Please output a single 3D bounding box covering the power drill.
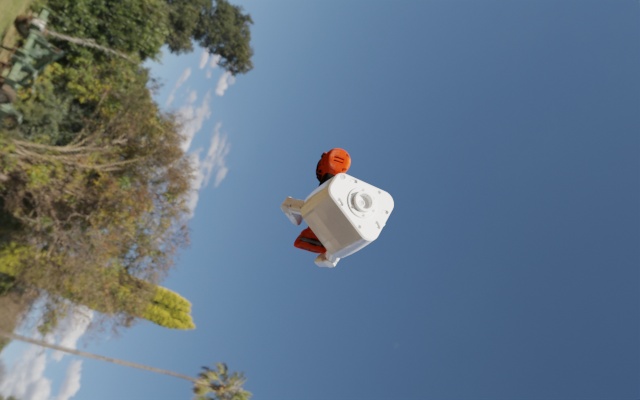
[{"bbox_3d":[0.000,0.003,0.894,0.057,0.187,0.184,15,-8,-4],"label":"power drill"}]
